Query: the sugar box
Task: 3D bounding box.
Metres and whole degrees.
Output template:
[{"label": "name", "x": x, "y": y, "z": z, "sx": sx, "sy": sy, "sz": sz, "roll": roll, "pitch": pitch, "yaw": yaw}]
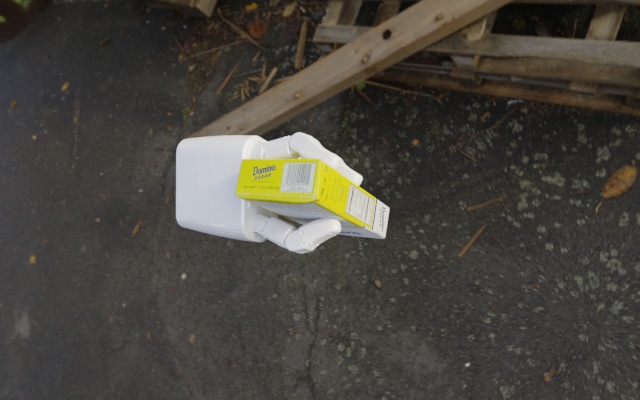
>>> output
[{"label": "sugar box", "x": 0.000, "y": 0.001, "z": 0.516, "sx": 0.093, "sy": 0.048, "sz": 0.176, "roll": 4, "pitch": -11, "yaw": 29}]
